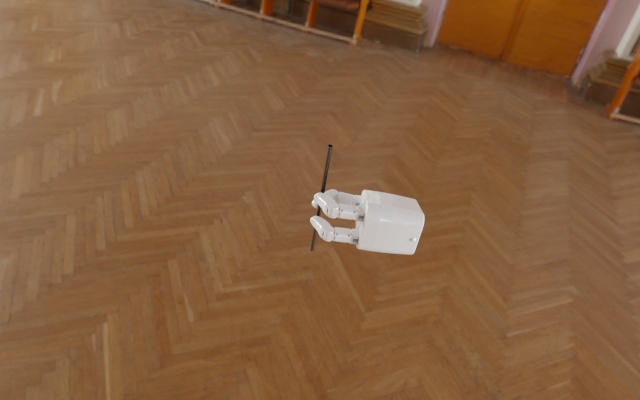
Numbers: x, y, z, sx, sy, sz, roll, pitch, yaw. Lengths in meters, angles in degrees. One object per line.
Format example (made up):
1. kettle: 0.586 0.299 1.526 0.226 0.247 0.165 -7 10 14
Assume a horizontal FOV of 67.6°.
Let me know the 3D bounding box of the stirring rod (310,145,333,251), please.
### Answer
1. stirring rod: 0.000 0.003 0.884 0.011 0.240 0.011 6 36 -5
